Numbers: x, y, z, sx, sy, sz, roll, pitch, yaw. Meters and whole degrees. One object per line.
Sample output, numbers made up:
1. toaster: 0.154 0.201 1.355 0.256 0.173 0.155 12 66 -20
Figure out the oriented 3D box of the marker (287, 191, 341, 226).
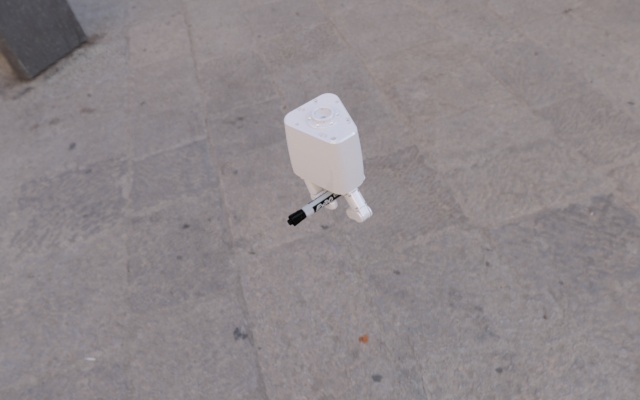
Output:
1. marker: 0.000 0.002 0.734 0.121 0.020 0.020 -33 11 -18
